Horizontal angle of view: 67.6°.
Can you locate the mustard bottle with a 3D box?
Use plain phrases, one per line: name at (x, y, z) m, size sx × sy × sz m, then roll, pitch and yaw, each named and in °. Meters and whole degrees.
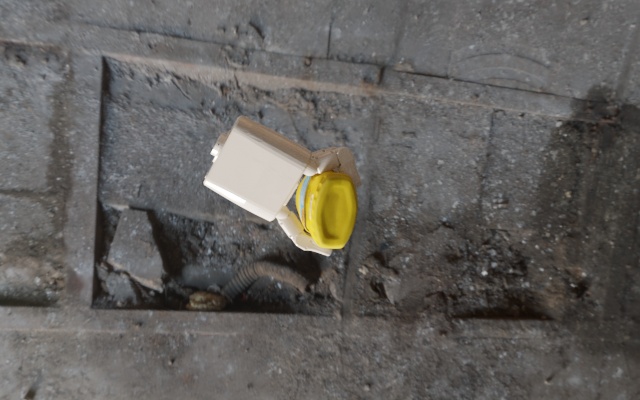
mustard bottle at (0.000, 0.002, 0.686) m, size 0.058 × 0.096 × 0.191 m, roll 3°, pitch 7°, yaw -12°
